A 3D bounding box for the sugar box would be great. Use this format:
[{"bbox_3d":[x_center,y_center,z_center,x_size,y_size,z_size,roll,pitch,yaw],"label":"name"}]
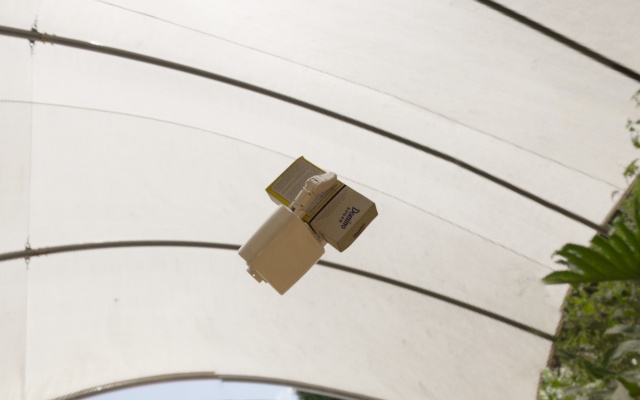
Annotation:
[{"bbox_3d":[0.000,0.003,0.797,0.176,0.093,0.048,37,-16,30],"label":"sugar box"}]
